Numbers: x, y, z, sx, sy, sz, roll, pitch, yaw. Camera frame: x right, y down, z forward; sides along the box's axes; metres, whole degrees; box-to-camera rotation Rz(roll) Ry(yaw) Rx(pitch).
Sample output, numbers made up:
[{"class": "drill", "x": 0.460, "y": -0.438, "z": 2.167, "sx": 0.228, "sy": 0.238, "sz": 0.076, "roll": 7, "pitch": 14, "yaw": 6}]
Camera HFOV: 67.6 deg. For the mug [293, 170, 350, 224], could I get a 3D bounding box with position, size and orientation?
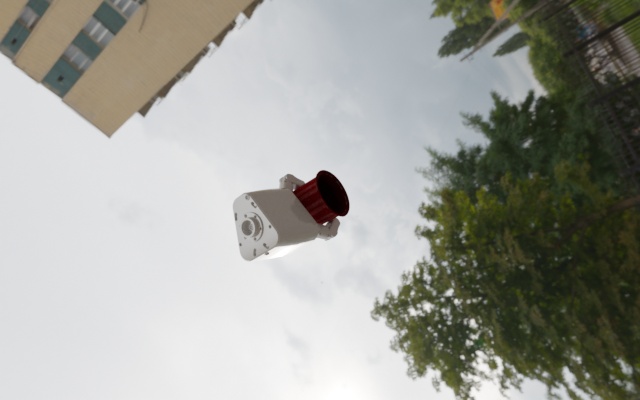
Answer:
[{"class": "mug", "x": 0.001, "y": 0.003, "z": 0.884, "sx": 0.081, "sy": 0.093, "sz": 0.117, "roll": -30, "pitch": -13, "yaw": 31}]
